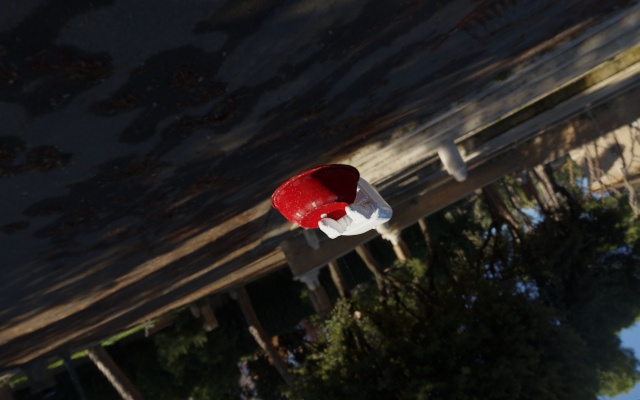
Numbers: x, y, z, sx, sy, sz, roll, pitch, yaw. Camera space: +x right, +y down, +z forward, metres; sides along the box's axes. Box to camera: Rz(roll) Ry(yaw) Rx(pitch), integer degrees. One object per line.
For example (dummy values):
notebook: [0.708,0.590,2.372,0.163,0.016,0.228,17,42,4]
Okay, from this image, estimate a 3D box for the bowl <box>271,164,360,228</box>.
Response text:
bowl: [-0.001,0.003,0.816,0.162,0.055,0.162,-16,-23,-7]
